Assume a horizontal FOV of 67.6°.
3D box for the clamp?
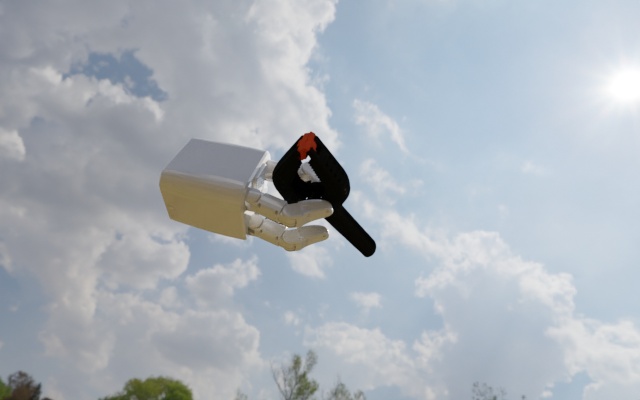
[{"bbox_3d":[0.000,0.001,0.593,0.164,0.036,0.210,13,-36,5],"label":"clamp"}]
